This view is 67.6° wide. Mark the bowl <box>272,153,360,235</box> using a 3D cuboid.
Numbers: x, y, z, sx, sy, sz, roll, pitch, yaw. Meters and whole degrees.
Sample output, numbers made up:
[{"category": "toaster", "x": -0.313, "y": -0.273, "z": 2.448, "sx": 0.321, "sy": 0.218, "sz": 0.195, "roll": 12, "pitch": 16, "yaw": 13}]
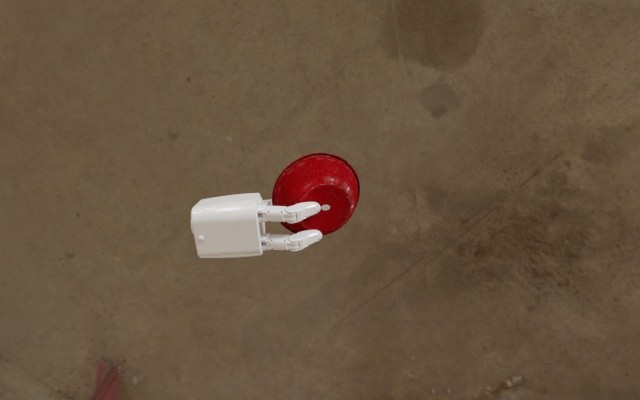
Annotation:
[{"category": "bowl", "x": 0.001, "y": 0.002, "z": 0.819, "sx": 0.162, "sy": 0.162, "sz": 0.055, "roll": 0, "pitch": 25, "yaw": -17}]
